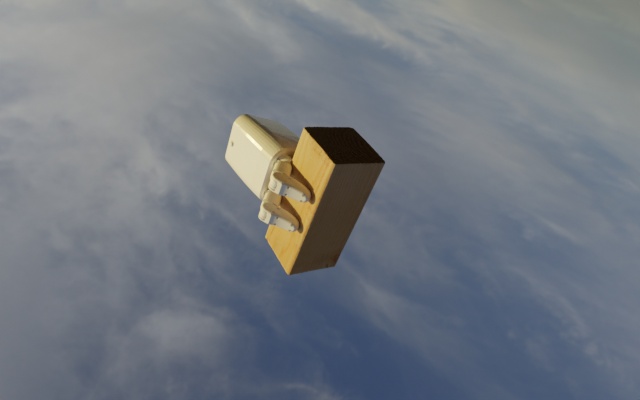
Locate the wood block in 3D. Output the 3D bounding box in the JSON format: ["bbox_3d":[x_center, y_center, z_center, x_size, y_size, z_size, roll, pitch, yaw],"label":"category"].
[{"bbox_3d":[0.000,0.002,0.706,0.091,0.206,0.090,-6,44,-35],"label":"wood block"}]
